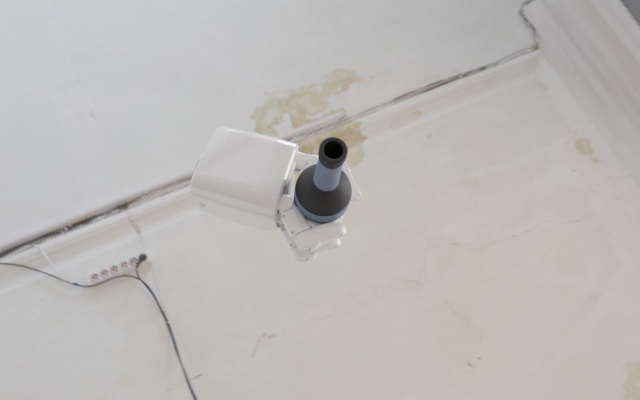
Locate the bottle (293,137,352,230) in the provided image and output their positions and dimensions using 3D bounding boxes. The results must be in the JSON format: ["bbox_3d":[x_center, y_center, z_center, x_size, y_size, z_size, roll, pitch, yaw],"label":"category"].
[{"bbox_3d":[0.000,0.002,0.585,0.069,0.069,0.296,0,-20,-5],"label":"bottle"}]
